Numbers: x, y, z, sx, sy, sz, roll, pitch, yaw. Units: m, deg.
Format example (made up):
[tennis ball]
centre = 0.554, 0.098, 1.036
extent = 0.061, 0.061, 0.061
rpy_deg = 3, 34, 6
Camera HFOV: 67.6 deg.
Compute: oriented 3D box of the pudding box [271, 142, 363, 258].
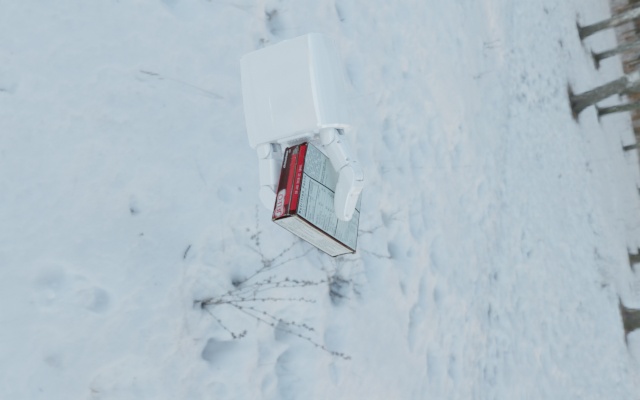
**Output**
[pudding box]
centre = 0.000, 0.002, 0.530
extent = 0.039, 0.090, 0.113
rpy_deg = -13, -34, 38
